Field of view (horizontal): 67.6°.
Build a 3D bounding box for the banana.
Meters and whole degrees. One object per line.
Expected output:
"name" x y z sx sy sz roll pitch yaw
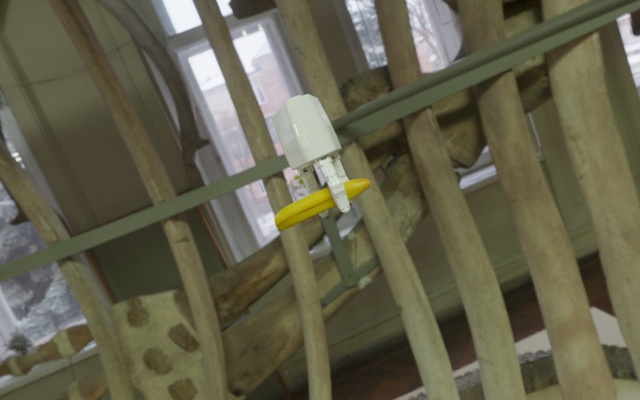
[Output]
"banana" -0.008 0.006 0.833 0.198 0.037 0.069 -25 -2 19
